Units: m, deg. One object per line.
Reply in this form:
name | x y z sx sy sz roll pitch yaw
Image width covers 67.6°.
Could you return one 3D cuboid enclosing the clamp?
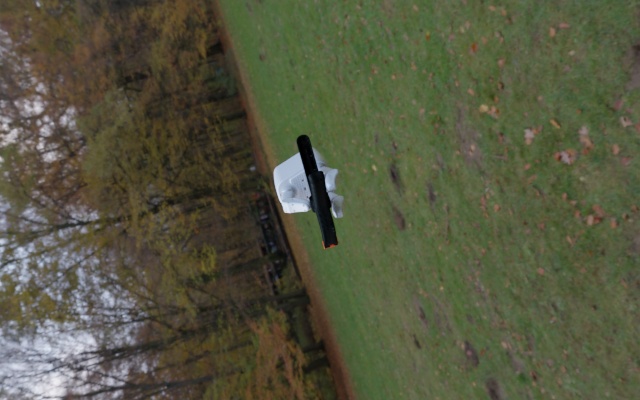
clamp | -0.001 0.003 0.841 0.036 0.210 0.164 -15 24 -2
